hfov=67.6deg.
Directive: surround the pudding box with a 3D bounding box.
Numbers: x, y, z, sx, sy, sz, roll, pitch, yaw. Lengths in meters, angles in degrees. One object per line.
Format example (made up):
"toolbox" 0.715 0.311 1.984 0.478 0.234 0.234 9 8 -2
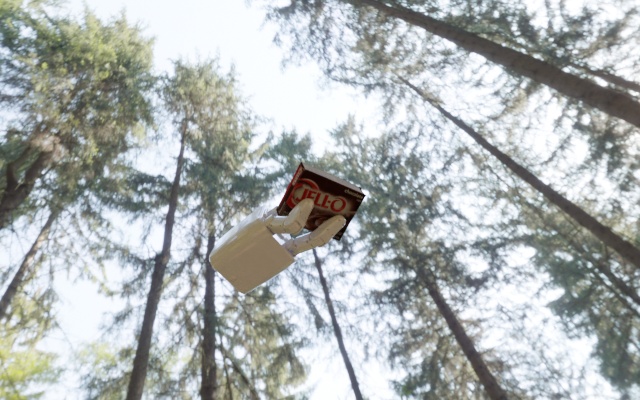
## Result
"pudding box" 0.000 0.002 0.743 0.113 0.090 0.039 21 21 -23
